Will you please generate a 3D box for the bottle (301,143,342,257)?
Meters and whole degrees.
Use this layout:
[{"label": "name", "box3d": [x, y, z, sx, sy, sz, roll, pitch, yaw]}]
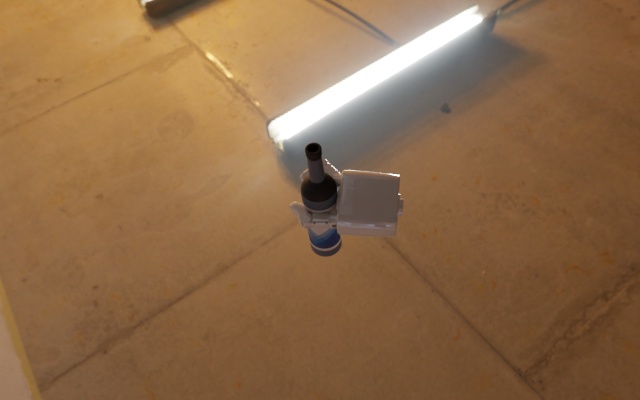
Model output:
[{"label": "bottle", "box3d": [0.000, 0.003, 0.892, 0.069, 0.069, 0.296, 0, -36, 6]}]
